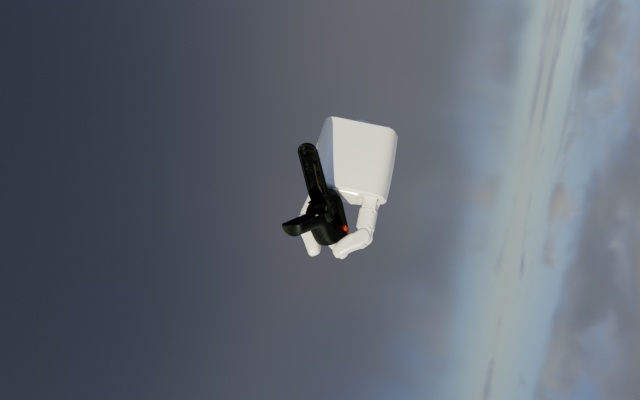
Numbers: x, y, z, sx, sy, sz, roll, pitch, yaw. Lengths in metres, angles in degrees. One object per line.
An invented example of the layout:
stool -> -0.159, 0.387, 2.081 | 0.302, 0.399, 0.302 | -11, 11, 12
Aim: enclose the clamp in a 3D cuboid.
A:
clamp -> 0.001, 0.002, 0.635 | 0.039, 0.120, 0.171 | 8, -12, 22
